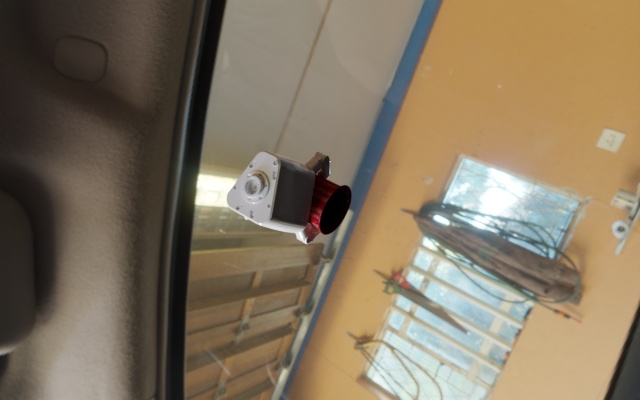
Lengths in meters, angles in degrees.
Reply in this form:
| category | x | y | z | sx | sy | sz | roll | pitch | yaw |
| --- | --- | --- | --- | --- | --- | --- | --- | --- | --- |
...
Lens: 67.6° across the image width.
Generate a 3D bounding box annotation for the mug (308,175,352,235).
| category | x | y | z | sx | sy | sz | roll | pitch | yaw |
| --- | --- | --- | --- | --- | --- | --- | --- | --- | --- |
| mug | 0.001 | 0.003 | 0.840 | 0.081 | 0.093 | 0.117 | 27 | 4 | 28 |
